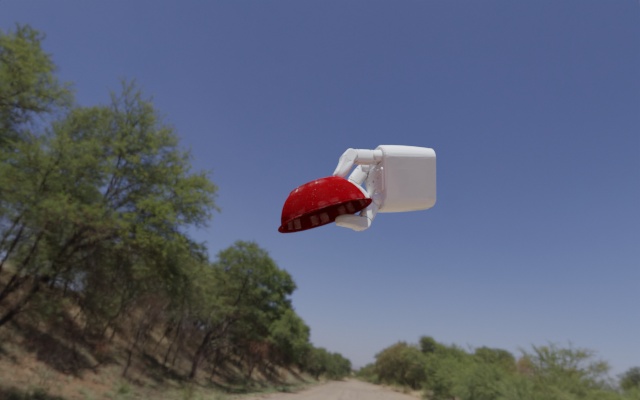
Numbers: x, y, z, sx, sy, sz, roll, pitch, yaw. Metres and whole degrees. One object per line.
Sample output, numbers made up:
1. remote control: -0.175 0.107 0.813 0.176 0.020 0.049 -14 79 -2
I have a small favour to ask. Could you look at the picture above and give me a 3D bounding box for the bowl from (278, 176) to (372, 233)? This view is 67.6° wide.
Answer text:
1. bowl: -0.001 0.002 0.784 0.162 0.055 0.162 -18 -11 -4
